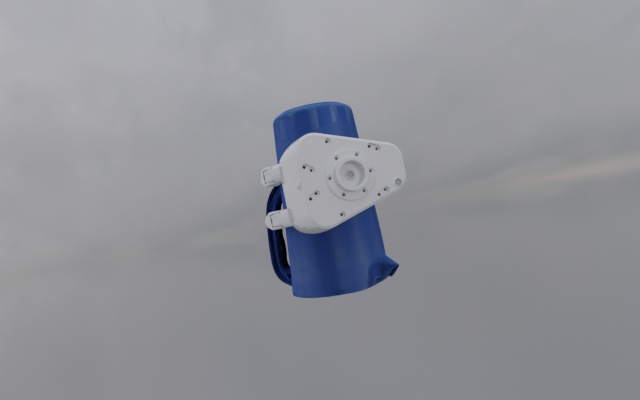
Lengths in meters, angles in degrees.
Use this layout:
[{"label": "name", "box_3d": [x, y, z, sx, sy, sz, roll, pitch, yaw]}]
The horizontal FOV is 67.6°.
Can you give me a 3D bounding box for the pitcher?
[{"label": "pitcher", "box_3d": [0.000, 0.002, 0.639, 0.149, 0.243, 0.145, -10, -1, -11]}]
